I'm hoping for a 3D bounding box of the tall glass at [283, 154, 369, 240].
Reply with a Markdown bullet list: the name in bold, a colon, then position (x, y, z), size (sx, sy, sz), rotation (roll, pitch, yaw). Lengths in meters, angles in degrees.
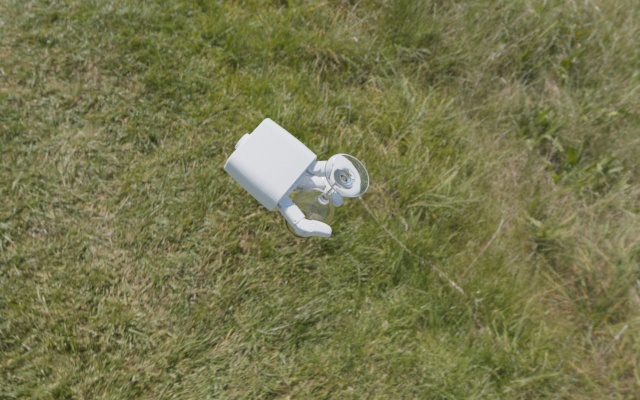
- **tall glass**: position (0.000, 0.002, 0.797), size (0.079, 0.079, 0.201), rotation (0, -25, -26)
